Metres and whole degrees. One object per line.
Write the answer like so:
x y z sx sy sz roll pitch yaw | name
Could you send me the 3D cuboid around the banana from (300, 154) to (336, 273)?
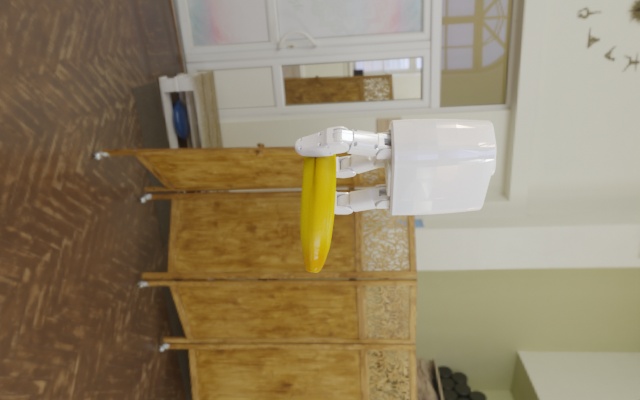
-0.001 -0.015 0.525 0.037 0.070 0.197 -1 41 3 | banana
